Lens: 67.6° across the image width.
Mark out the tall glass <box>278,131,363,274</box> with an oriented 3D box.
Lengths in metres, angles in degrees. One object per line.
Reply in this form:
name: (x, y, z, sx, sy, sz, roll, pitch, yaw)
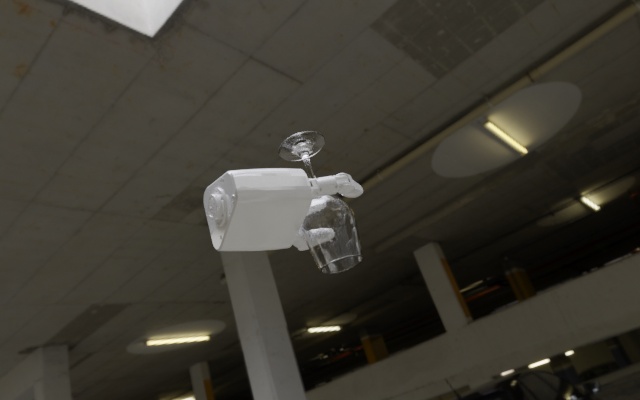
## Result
tall glass: (0.000, 0.002, 0.688, 0.079, 0.201, 0.079, -16, -25, -8)
